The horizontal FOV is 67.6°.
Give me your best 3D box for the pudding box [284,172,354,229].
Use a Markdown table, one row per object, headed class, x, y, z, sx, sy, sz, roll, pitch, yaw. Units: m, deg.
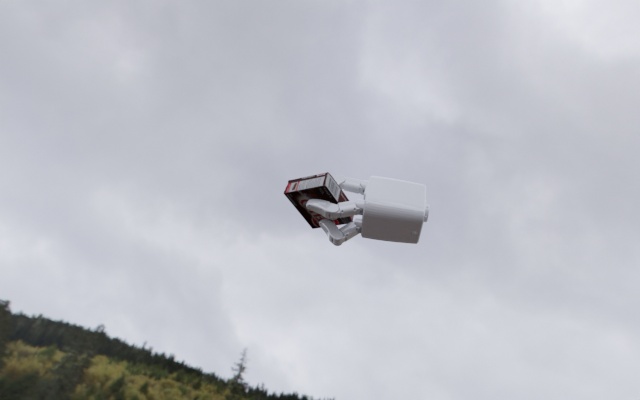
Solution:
| class | x | y | z | sx | sy | sz | roll | pitch | yaw |
| --- | --- | --- | --- | --- | --- | --- | --- | --- | --- |
| pudding box | 0.000 | 0.003 | 0.881 | 0.090 | 0.039 | 0.113 | -11 | -47 | 30 |
